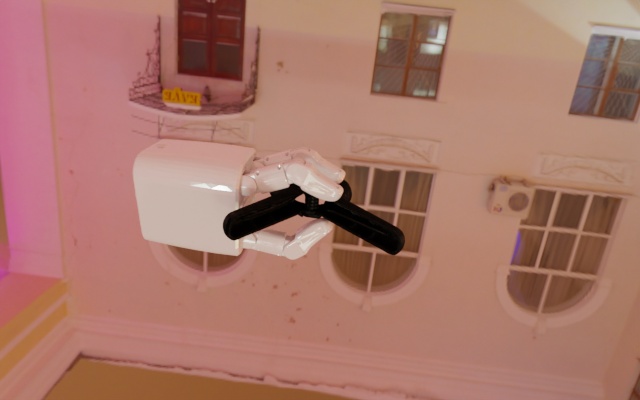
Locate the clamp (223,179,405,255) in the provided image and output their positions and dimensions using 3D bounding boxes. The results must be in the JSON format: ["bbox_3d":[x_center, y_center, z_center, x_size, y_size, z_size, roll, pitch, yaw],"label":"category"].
[{"bbox_3d":[0.000,0.002,0.511,0.164,0.036,0.210,9,20,0],"label":"clamp"}]
